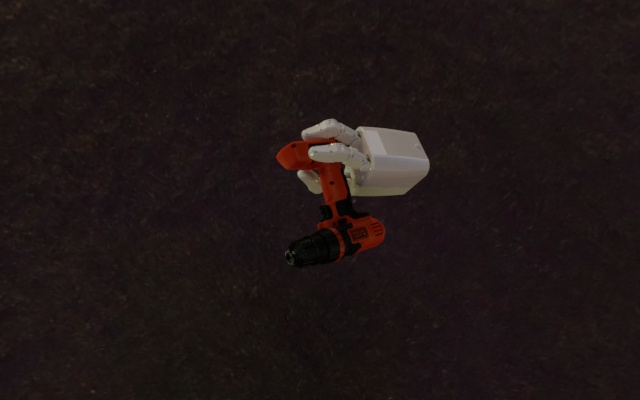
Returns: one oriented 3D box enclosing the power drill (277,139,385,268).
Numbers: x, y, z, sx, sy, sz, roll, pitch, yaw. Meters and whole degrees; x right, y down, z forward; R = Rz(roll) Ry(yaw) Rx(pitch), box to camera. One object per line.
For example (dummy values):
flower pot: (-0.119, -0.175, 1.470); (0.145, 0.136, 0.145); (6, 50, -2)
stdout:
power drill: (0.000, 0.002, 0.726); (0.184, 0.187, 0.057); (-11, -14, -42)
